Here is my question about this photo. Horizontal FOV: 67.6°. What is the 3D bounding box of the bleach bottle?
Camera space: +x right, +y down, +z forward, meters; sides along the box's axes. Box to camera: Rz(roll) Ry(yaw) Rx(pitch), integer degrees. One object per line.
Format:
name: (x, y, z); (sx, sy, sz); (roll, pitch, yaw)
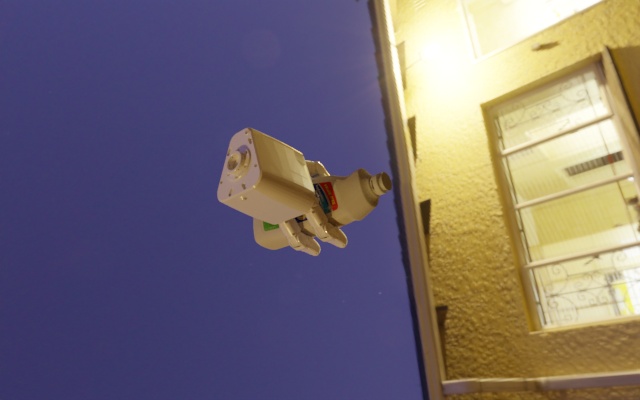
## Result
bleach bottle: (0.000, 0.003, 0.763); (0.251, 0.102, 0.068); (-22, -32, 35)
